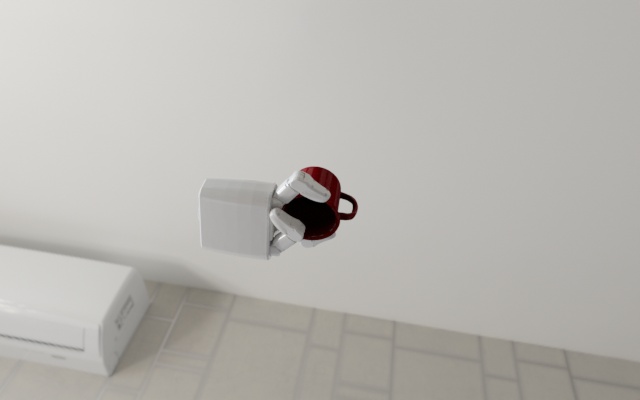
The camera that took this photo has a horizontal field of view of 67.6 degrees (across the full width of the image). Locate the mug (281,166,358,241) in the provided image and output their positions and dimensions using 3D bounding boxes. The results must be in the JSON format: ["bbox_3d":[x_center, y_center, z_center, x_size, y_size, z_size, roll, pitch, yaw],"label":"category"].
[{"bbox_3d":[0.002,0.002,0.738,0.117,0.093,0.081,7,41,4],"label":"mug"}]
